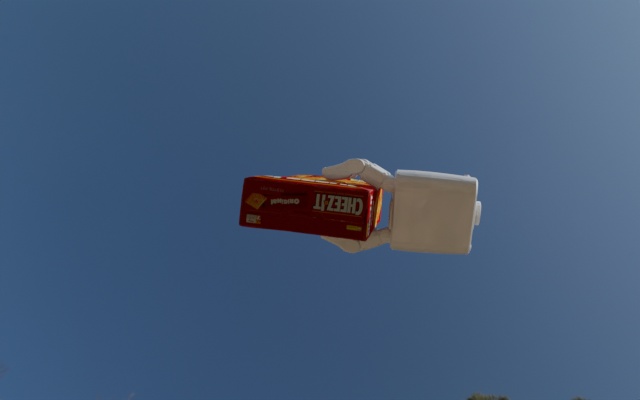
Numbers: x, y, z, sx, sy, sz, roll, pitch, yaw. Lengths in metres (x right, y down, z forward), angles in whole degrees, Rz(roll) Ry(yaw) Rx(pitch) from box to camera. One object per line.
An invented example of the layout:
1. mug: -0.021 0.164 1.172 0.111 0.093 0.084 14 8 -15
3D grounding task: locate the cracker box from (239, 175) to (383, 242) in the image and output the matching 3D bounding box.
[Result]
1. cracker box: 0.000 0.002 0.686 0.164 0.072 0.213 6 4 11
